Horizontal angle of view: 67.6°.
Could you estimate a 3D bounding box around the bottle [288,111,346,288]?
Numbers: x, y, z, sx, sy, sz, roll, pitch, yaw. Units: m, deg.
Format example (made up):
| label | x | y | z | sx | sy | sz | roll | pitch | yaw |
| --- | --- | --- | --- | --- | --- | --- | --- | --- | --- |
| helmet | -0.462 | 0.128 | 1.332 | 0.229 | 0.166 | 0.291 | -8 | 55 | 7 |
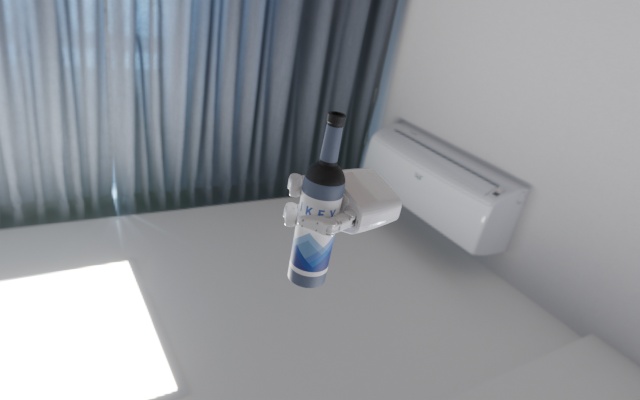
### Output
| label | x | y | z | sx | sy | sz | roll | pitch | yaw |
| --- | --- | --- | --- | --- | --- | --- | --- | --- | --- |
| bottle | 0.000 | 0.003 | 0.768 | 0.069 | 0.296 | 0.069 | 9 | 26 | -4 |
